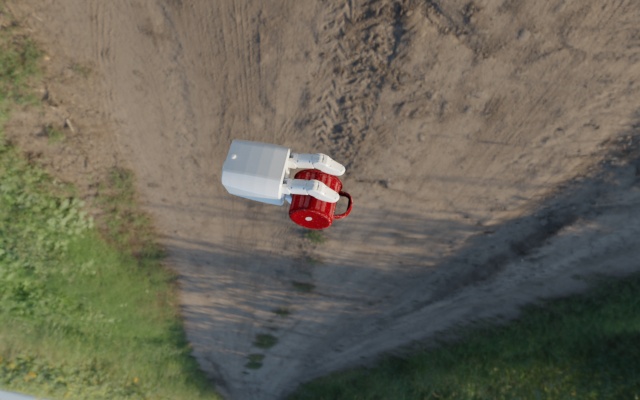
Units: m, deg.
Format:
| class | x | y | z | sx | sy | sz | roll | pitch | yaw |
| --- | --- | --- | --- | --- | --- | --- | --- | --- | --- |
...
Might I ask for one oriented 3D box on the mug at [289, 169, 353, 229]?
| class | x | y | z | sx | sy | sz | roll | pitch | yaw |
| --- | --- | --- | --- | --- | --- | --- | --- | --- | --- |
| mug | 0.002 | 0.003 | 0.876 | 0.117 | 0.081 | 0.093 | 11 | -27 | 3 |
